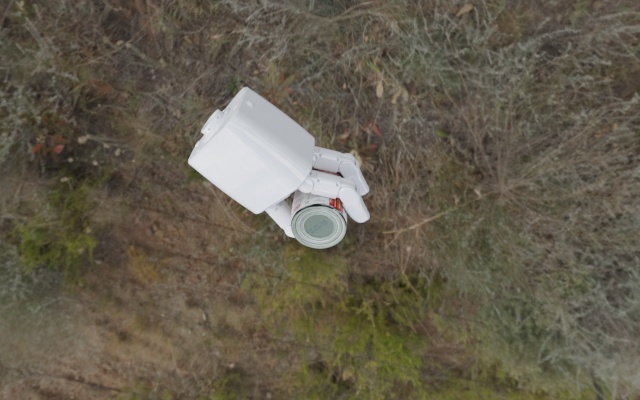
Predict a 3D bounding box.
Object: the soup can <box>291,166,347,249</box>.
[{"bbox_3d":[0.000,0.002,0.598,0.068,0.069,0.102,0,37,3],"label":"soup can"}]
